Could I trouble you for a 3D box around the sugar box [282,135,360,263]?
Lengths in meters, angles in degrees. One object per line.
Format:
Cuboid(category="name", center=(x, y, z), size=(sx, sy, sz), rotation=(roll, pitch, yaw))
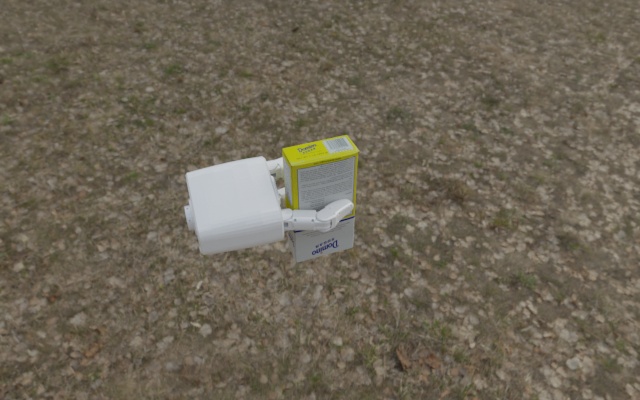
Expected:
Cuboid(category="sugar box", center=(0.000, 0.002, 0.655), size=(0.093, 0.176, 0.048), rotation=(-13, 45, -16))
